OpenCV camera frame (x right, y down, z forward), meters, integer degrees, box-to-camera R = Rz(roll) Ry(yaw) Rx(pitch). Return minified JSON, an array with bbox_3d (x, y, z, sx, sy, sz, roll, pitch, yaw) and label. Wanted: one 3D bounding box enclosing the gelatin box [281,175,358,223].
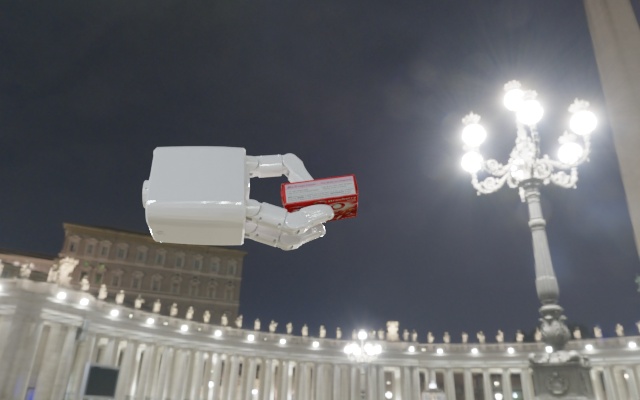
[{"bbox_3d":[0.000,0.001,0.581,0.089,0.030,0.073,-8,-23,-1],"label":"gelatin box"}]
